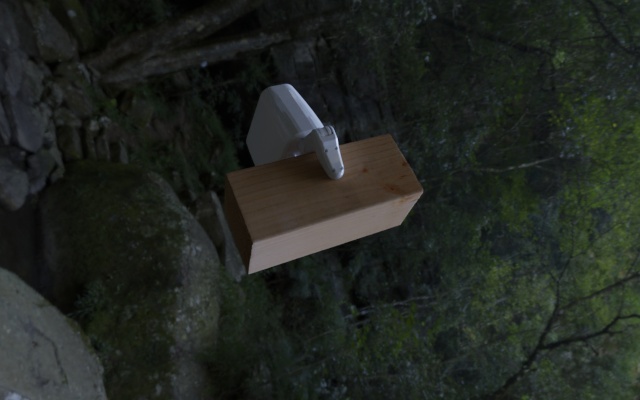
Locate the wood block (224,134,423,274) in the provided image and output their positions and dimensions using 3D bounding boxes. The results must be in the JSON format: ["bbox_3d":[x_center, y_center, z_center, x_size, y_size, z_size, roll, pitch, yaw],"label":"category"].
[{"bbox_3d":[0.000,0.001,0.562,0.206,0.090,0.091,-16,-26,-20],"label":"wood block"}]
